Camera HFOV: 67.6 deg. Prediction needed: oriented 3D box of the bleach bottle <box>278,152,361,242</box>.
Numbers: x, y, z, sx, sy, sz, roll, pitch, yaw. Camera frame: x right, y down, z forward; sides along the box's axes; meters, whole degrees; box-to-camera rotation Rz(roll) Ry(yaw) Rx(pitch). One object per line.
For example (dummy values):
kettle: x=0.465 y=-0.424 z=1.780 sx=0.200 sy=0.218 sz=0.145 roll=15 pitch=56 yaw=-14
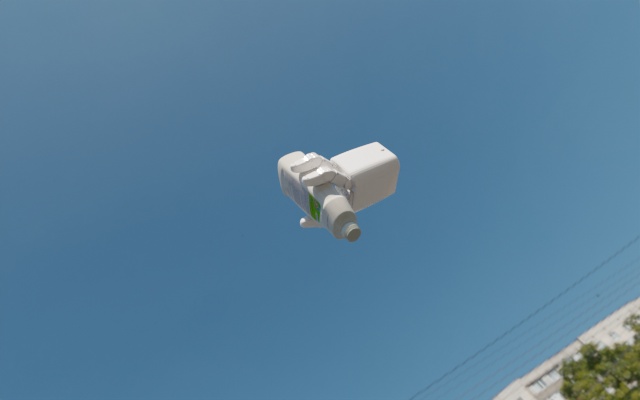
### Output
bleach bottle: x=0.000 y=0.003 z=0.899 sx=0.068 sy=0.103 sz=0.250 roll=-23 pitch=40 yaw=-17
